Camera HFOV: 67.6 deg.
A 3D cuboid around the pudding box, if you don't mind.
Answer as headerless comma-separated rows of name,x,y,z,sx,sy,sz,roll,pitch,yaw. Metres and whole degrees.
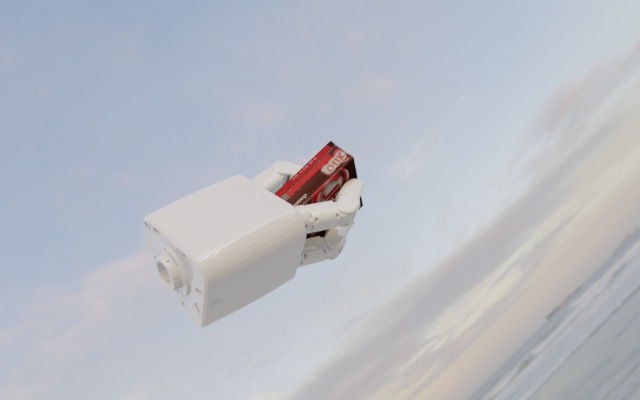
pudding box,0.000,0.002,0.518,0.039,0.090,0.113,41,-13,24
